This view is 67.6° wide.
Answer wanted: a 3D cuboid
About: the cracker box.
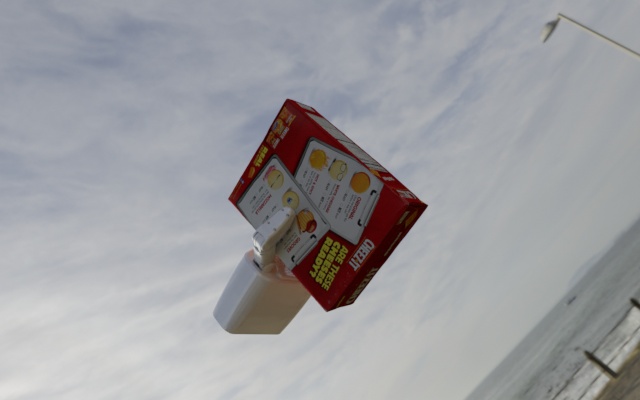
[{"bbox_3d":[0.000,0.002,0.597,0.213,0.164,0.072,44,22,27],"label":"cracker box"}]
